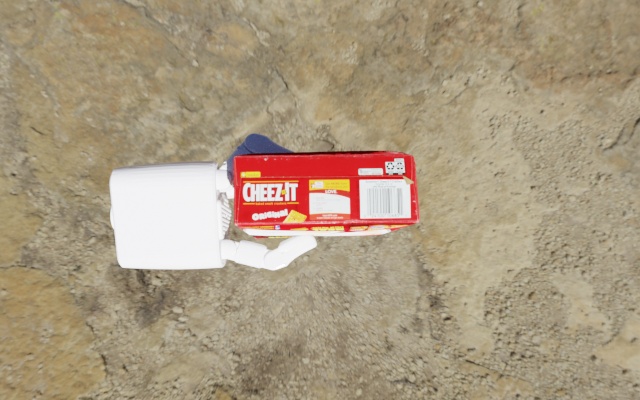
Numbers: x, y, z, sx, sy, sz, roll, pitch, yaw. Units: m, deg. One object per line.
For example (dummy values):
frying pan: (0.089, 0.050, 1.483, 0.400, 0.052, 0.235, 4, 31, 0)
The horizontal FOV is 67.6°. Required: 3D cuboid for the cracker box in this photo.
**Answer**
cracker box: (0.000, 0.002, 0.519, 0.164, 0.072, 0.214, -1, -7, -3)
